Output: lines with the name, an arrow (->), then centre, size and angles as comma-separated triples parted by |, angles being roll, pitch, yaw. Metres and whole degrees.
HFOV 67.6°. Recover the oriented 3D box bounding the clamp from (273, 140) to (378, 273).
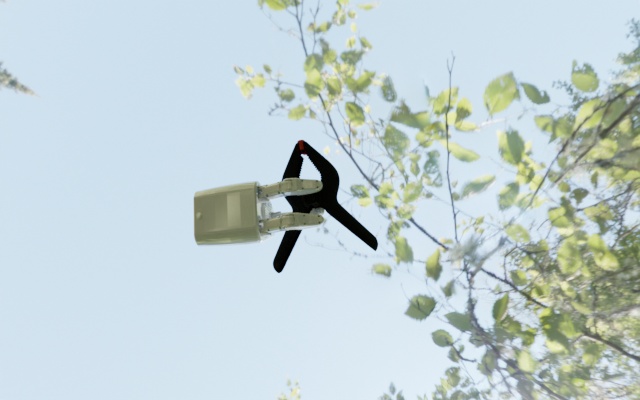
clamp -> 0.000, 0.002, 0.753 | 0.164, 0.210, 0.036 | -7, -16, 7
